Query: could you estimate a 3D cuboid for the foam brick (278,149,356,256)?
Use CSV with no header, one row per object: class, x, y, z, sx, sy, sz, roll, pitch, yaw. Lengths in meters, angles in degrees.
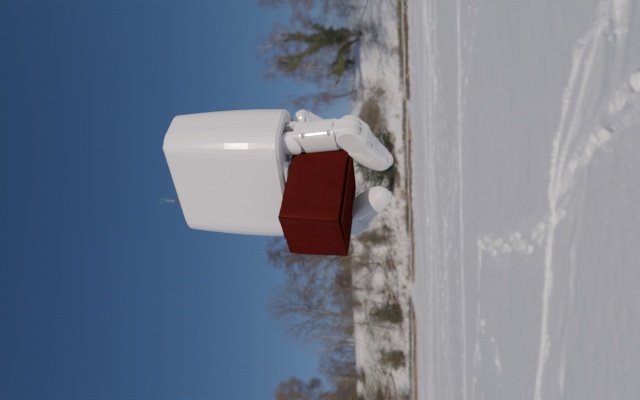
foam brick,0.000,0.001,0.405,0.051,0.078,0.053,1,-39,11
